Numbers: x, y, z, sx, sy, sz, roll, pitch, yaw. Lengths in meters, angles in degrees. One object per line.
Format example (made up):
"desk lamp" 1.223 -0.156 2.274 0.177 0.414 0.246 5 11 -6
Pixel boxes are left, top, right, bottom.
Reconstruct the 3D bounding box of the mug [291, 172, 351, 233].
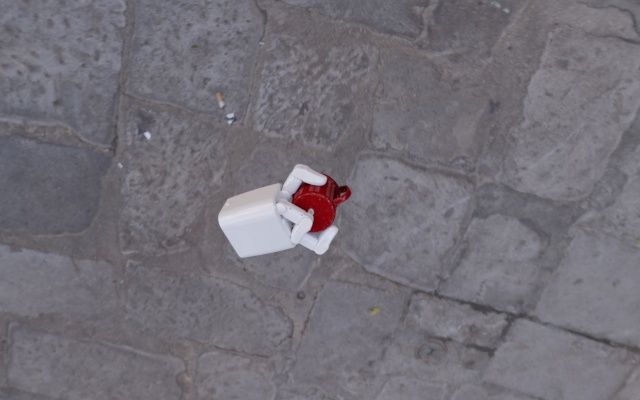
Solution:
"mug" 0.002 0.003 0.867 0.117 0.093 0.081 -16 23 12
